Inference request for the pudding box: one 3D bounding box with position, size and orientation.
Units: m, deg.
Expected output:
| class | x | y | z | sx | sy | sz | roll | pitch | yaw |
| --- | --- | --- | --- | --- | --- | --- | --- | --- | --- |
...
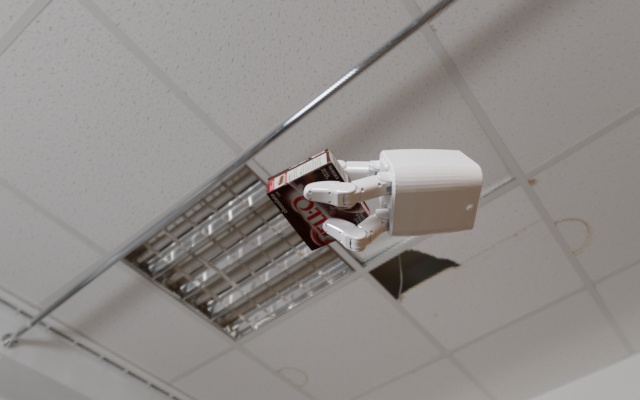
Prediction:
| class | x | y | z | sx | sy | sz | roll | pitch | yaw |
| --- | --- | --- | --- | --- | --- | --- | --- | --- | --- |
| pudding box | 0.000 | 0.002 | 0.593 | 0.090 | 0.113 | 0.039 | -26 | 32 | 15 |
